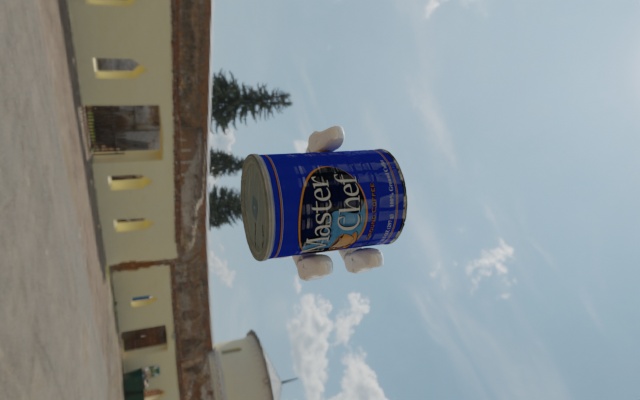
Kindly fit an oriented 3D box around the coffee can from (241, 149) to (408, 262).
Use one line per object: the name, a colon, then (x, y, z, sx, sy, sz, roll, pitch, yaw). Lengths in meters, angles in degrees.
coffee can: (0.000, 0.001, 0.479, 0.140, 0.103, 0.103, -5, 2, -22)
